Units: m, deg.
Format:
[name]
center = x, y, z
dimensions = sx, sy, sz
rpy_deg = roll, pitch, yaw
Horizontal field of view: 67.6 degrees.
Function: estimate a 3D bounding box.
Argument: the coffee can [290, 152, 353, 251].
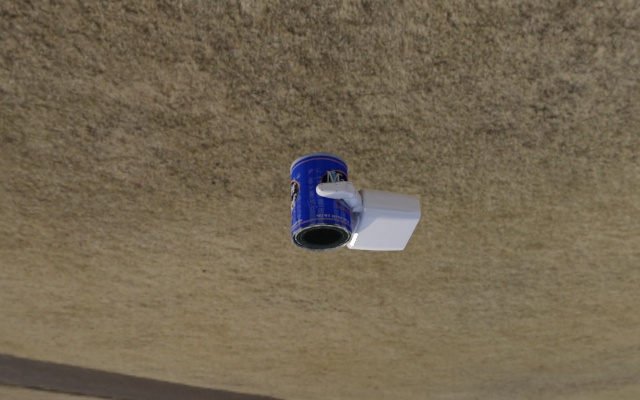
[coffee can]
center = 0.000, 0.003, 0.824
dimensions = 0.103, 0.140, 0.103
rpy_deg = -2, -29, -1
